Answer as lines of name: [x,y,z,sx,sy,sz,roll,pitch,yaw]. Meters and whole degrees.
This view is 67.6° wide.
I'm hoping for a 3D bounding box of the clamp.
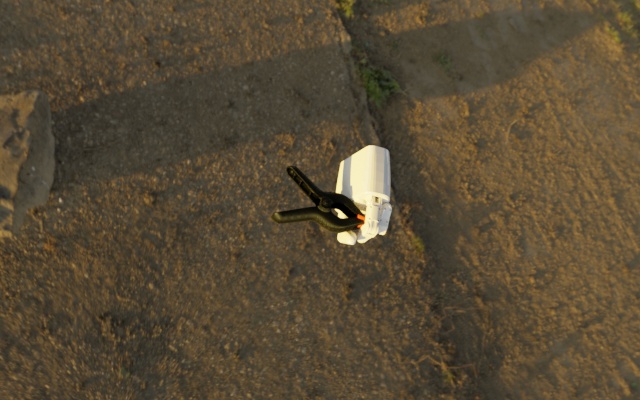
clamp: [0.000,0.003,0.856,0.171,0.120,0.039,15,-27,-17]
